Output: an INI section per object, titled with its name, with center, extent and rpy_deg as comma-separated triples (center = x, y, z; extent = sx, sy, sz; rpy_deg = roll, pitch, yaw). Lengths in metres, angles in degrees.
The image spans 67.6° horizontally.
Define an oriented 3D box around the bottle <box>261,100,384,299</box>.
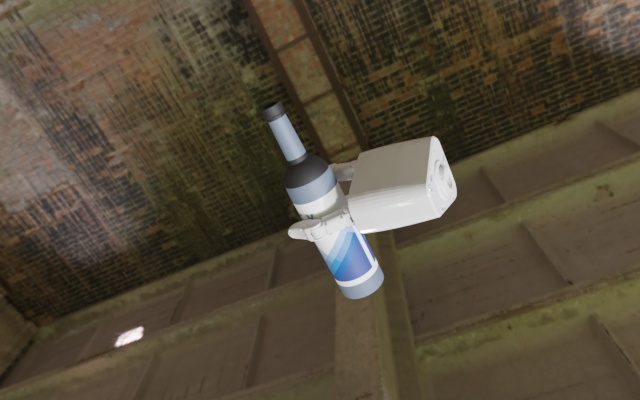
[bottle]
center = 0.000, 0.002, 0.650
extent = 0.069, 0.296, 0.069
rpy_deg = -23, 23, 10
